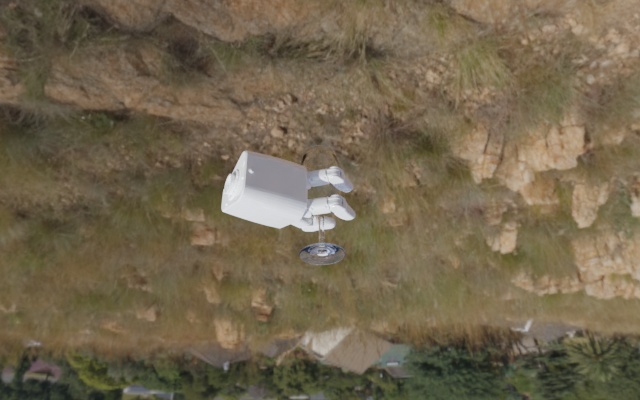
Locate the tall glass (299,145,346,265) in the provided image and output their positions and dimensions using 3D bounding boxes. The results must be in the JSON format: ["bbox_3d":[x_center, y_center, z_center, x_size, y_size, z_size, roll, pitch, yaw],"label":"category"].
[{"bbox_3d":[0.000,0.003,0.811,0.079,0.201,0.079,-1,-33,-1],"label":"tall glass"}]
